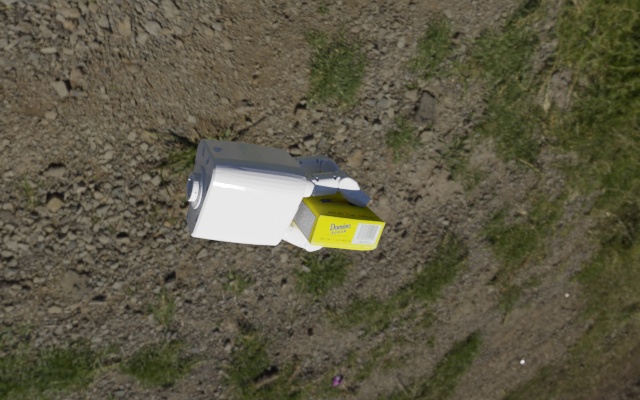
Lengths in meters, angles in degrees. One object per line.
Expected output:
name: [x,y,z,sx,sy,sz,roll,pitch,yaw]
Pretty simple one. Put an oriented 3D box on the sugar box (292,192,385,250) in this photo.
sugar box: [0.000,0.002,0.626,0.093,0.048,0.176,8,23,-28]
